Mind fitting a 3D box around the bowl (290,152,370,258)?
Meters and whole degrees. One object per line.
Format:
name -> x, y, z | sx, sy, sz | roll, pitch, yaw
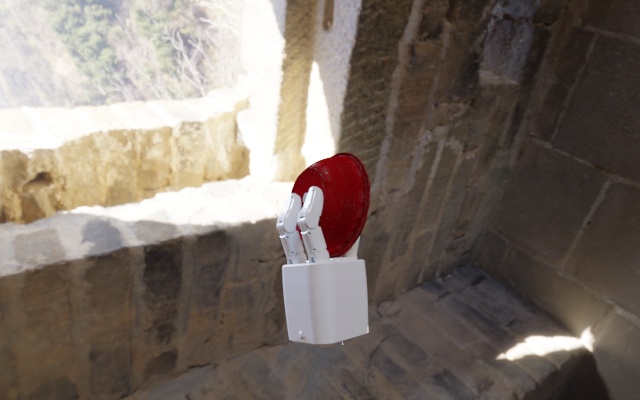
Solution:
bowl -> 0.000, 0.001, 0.697 | 0.055, 0.162, 0.162 | 13, -7, -34
